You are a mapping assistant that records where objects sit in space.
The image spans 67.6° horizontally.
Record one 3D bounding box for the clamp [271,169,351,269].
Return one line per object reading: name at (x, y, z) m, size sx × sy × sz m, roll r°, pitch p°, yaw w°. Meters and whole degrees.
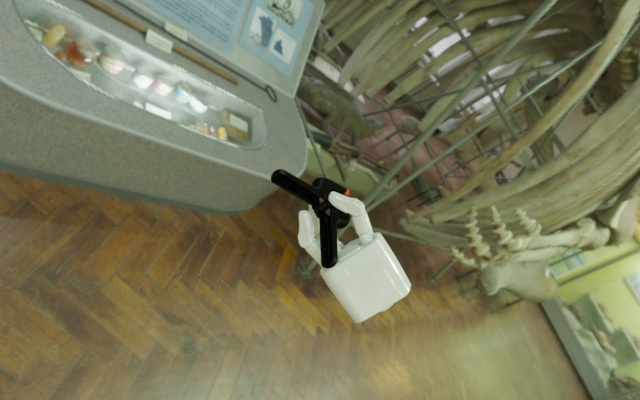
clamp at (0.001, 0.002, 0.779) m, size 0.036 × 0.164 × 0.210 m, roll -30°, pitch 6°, yaw 24°
